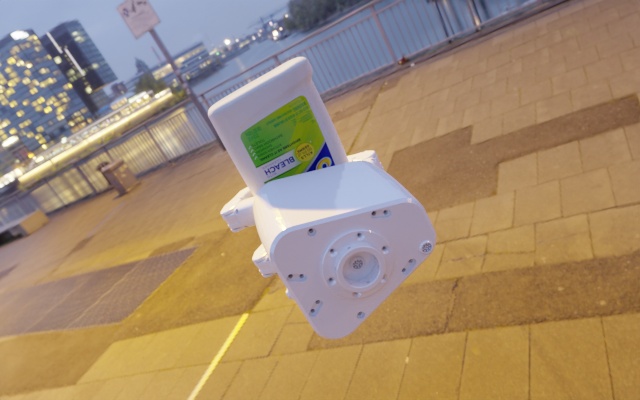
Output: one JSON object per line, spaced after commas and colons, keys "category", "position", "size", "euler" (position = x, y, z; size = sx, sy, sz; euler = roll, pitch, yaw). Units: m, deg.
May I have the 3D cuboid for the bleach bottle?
{"category": "bleach bottle", "position": [0.000, 0.001, 0.455], "size": [0.102, 0.251, 0.068], "euler": [-30, 20, -1]}
